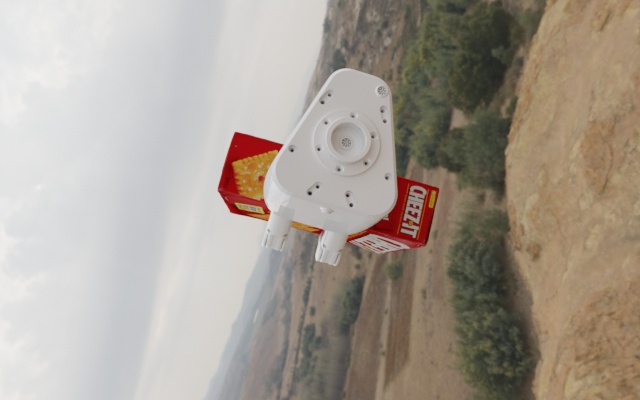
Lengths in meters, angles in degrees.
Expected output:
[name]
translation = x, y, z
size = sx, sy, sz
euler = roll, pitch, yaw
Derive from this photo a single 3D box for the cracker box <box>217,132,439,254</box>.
[cracker box]
translation = 0.000, 0.002, 0.543
size = 0.214, 0.072, 0.164
euler = 16, -10, -5
